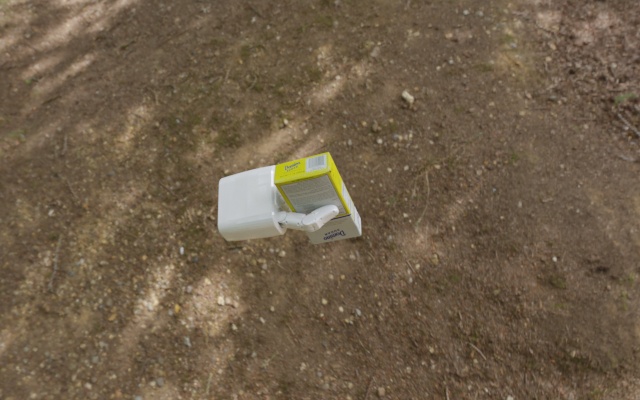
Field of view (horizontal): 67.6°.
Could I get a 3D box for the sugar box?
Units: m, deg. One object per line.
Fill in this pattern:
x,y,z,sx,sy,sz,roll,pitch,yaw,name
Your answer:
0.000,0.002,0.790,0.093,0.048,0.176,-12,-39,15,sugar box
